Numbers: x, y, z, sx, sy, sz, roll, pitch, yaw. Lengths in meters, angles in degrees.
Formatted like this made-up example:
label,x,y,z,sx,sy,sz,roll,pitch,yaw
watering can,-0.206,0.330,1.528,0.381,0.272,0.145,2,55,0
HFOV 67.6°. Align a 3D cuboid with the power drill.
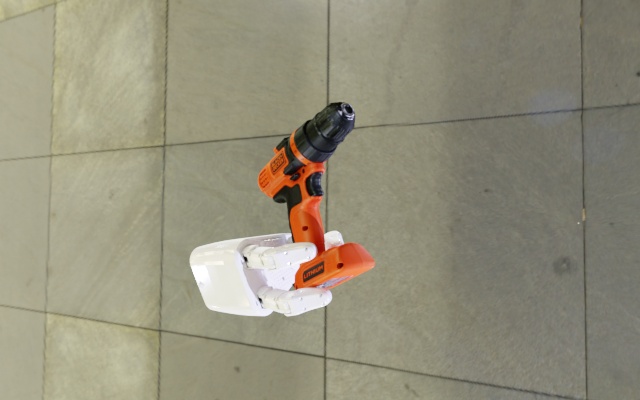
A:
label,x,y,z,sx,sy,sz,roll,pitch,yaw
power drill,0.000,0.002,0.561,0.057,0.187,0.184,-1,-25,-35
